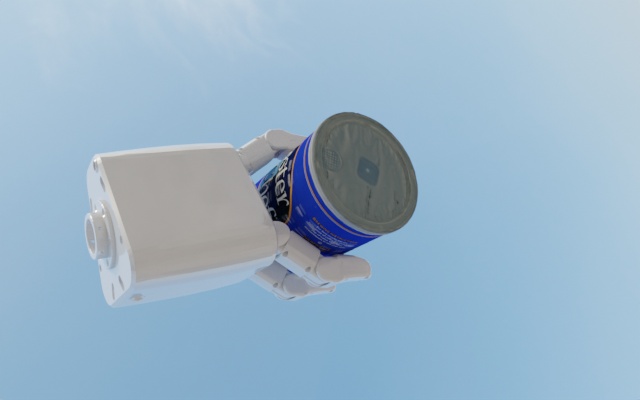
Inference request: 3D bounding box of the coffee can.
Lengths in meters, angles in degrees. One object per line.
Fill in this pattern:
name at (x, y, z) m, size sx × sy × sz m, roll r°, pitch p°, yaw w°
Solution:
coffee can at (0.000, 0.001, 0.421) m, size 0.103 × 0.102 × 0.140 m, roll 0°, pitch -21°, yaw -35°
